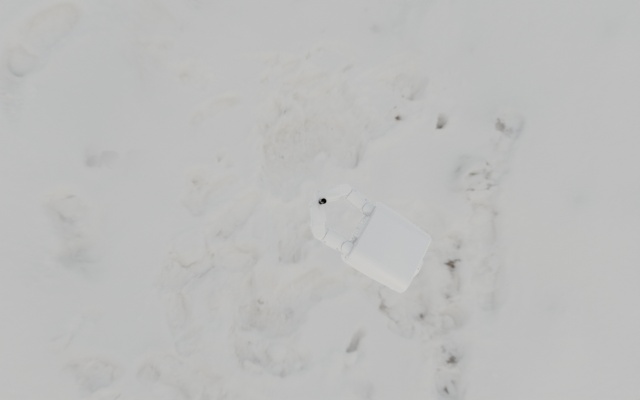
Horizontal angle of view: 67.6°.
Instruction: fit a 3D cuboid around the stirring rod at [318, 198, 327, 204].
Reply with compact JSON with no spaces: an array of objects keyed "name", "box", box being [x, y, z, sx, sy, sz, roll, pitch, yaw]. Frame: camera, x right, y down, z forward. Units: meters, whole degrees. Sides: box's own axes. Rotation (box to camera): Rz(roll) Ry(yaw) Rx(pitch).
[{"name":"stirring rod","box":[0.000,0.002,0.758,0.011,0.011,0.239,0,-1,-2]}]
